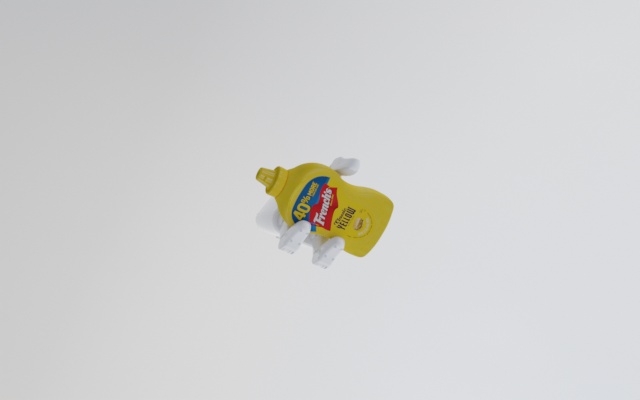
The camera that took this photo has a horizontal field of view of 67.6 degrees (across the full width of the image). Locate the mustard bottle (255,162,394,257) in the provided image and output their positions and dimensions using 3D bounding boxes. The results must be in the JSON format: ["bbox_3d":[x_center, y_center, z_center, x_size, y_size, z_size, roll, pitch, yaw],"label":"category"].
[{"bbox_3d":[0.000,0.002,0.652,0.192,0.096,0.058,25,13,-21],"label":"mustard bottle"}]
